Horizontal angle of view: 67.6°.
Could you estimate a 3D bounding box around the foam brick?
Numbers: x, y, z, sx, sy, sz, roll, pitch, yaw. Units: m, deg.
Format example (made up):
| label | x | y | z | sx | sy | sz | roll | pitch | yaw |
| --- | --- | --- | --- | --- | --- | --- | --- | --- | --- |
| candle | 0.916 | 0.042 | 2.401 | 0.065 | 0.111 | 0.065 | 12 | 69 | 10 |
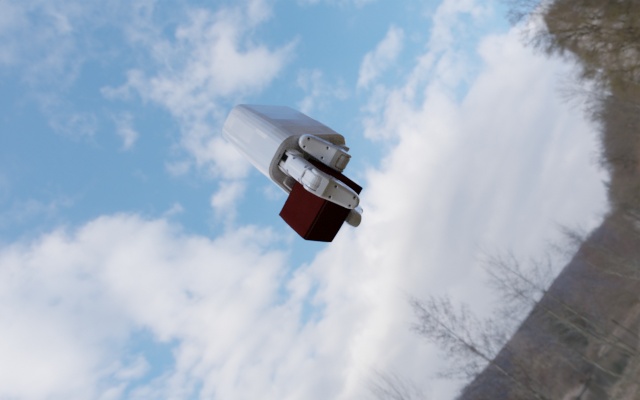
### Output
| label | x | y | z | sx | sy | sz | roll | pitch | yaw |
| --- | --- | --- | --- | --- | --- | --- | --- | --- | --- |
| foam brick | 0.000 | 0.002 | 0.545 | 0.051 | 0.078 | 0.053 | 37 | 13 | 35 |
